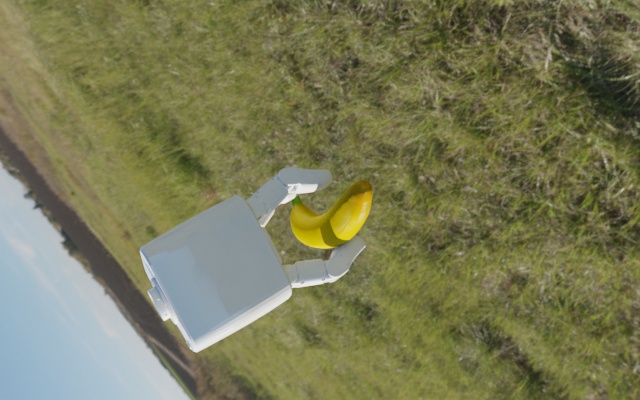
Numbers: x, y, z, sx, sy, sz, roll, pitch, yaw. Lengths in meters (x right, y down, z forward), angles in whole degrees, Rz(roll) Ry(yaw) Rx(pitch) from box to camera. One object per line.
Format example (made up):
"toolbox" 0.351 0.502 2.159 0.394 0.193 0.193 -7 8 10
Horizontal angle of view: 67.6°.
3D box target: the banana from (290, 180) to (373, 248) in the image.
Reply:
"banana" 0.004 0.020 0.523 0.037 0.069 0.198 -19 6 -25
